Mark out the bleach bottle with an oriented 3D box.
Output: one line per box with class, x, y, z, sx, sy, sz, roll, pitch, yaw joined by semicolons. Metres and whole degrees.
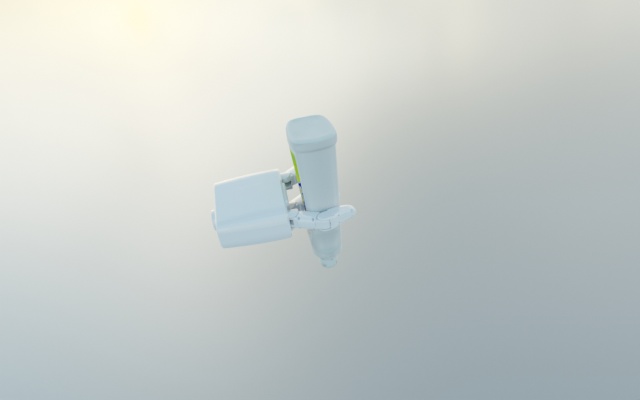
bleach bottle;0.000;0.002;0.736;0.068;0.251;0.102;-12;31;-5
